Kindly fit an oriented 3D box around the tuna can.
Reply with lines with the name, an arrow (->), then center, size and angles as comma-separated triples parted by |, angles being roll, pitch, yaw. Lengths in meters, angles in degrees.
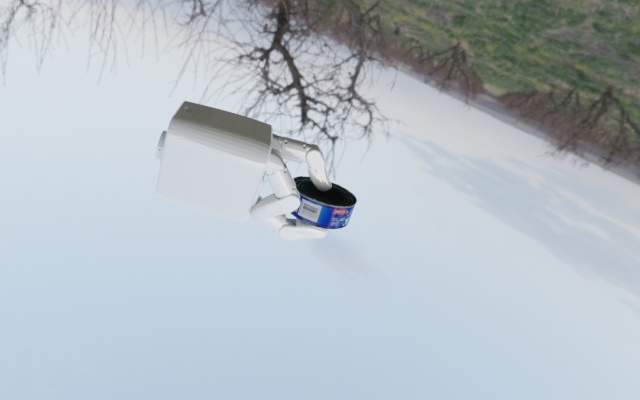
tuna can -> 0.000, 0.002, 0.599 | 0.086, 0.034, 0.086 | 16, 20, -6
